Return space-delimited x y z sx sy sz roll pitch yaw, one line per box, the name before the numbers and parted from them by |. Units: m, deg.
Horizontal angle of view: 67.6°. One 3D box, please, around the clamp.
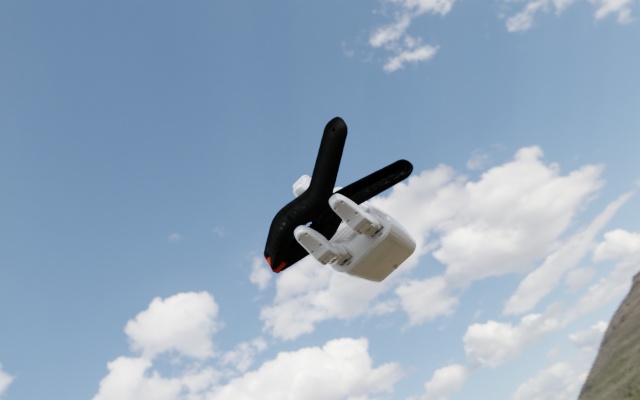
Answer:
clamp | -0.001 0.002 0.554 0.165 0.210 0.036 31 18 -52
